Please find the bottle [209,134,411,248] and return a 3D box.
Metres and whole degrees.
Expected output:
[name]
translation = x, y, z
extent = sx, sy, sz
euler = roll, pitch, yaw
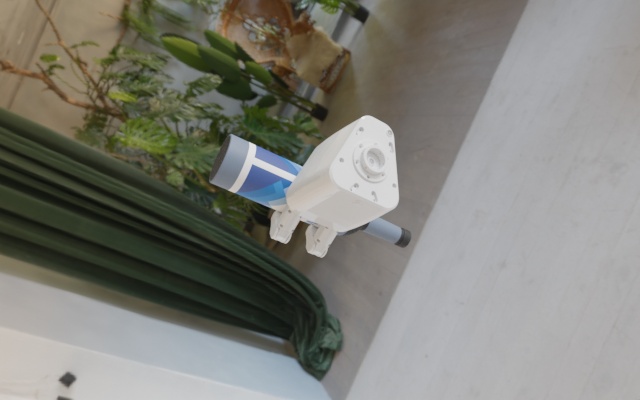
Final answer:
[bottle]
translation = 0.000, 0.002, 0.649
extent = 0.296, 0.069, 0.069
euler = 24, -9, -21
